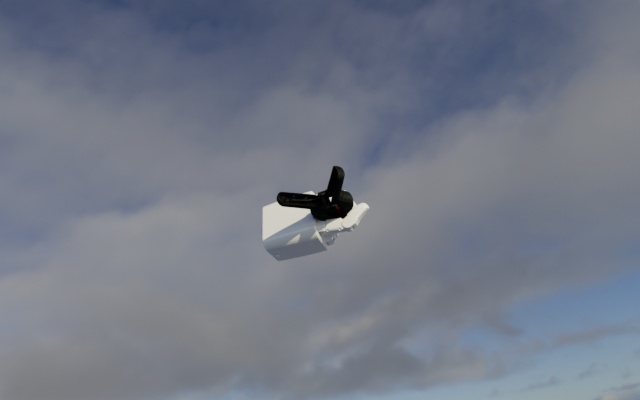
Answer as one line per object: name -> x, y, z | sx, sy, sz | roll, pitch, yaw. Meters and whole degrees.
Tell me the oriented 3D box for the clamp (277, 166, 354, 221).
clamp -> 0.000, 0.002, 0.828 | 0.120, 0.039, 0.171 | -16, -29, 9
